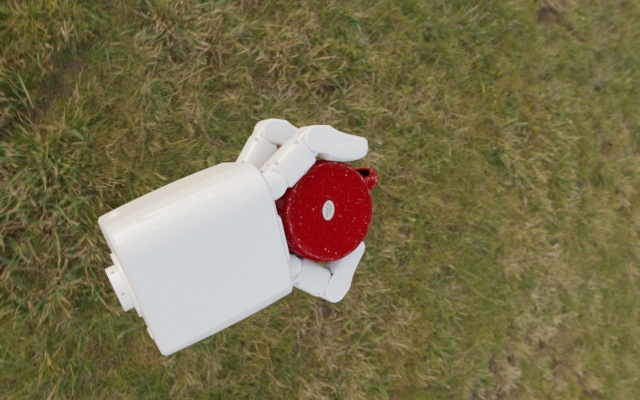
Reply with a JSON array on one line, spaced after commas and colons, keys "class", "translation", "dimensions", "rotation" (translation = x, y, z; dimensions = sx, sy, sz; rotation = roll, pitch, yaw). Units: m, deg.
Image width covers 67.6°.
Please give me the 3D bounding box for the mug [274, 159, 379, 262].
[{"class": "mug", "translation": [0.001, 0.001, 0.411], "dimensions": [0.117, 0.093, 0.081], "rotation": [-26, 16, -25]}]
